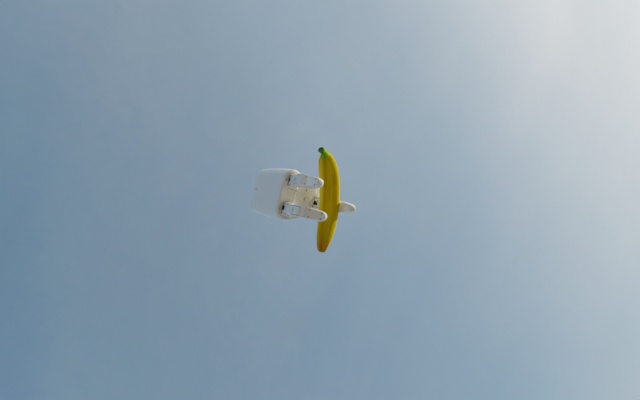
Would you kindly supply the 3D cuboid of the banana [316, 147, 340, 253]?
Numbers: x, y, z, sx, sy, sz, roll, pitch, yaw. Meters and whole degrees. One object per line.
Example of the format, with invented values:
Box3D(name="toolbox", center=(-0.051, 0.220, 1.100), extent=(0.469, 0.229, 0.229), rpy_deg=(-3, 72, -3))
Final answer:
Box3D(name="banana", center=(0.010, -0.005, 0.885), extent=(0.037, 0.198, 0.069), rpy_deg=(8, 18, 31))
